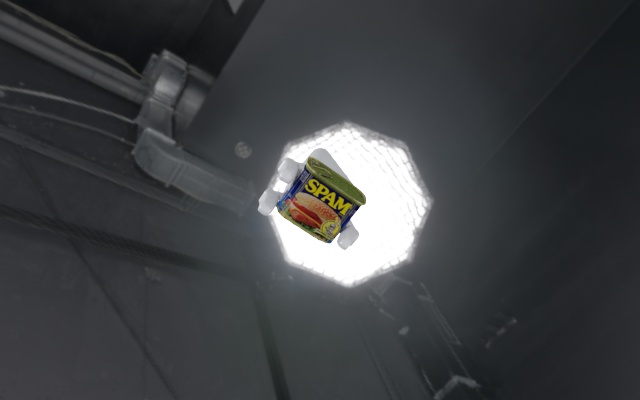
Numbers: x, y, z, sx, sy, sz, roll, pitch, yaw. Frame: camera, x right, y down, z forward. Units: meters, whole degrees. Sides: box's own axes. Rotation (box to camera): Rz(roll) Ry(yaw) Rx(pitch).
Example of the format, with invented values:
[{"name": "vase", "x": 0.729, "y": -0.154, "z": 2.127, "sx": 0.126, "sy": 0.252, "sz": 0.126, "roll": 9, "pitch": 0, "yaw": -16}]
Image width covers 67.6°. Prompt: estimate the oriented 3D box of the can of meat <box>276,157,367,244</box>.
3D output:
[{"name": "can of meat", "x": 0.000, "y": 0.003, "z": 0.678, "sx": 0.102, "sy": 0.084, "sz": 0.057, "roll": 34, "pitch": 20, "yaw": -10}]
